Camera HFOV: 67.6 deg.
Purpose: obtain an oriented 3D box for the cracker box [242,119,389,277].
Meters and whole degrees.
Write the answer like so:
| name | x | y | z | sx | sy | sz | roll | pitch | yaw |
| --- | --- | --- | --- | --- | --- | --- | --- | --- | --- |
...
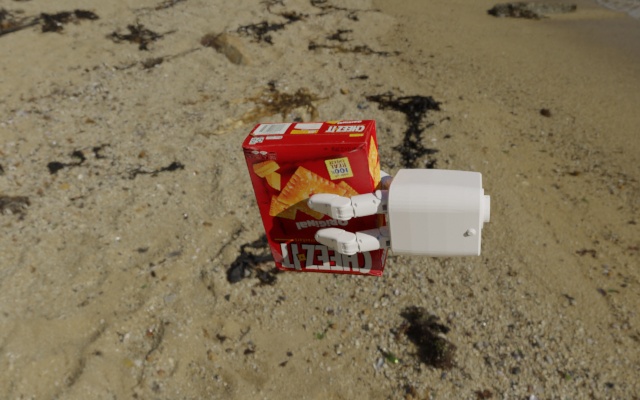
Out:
| name | x | y | z | sx | sy | sz | roll | pitch | yaw |
| --- | --- | --- | --- | --- | --- | --- | --- | --- | --- |
| cracker box | 0.000 | 0.002 | 0.648 | 0.164 | 0.214 | 0.072 | 1 | 34 | 18 |
